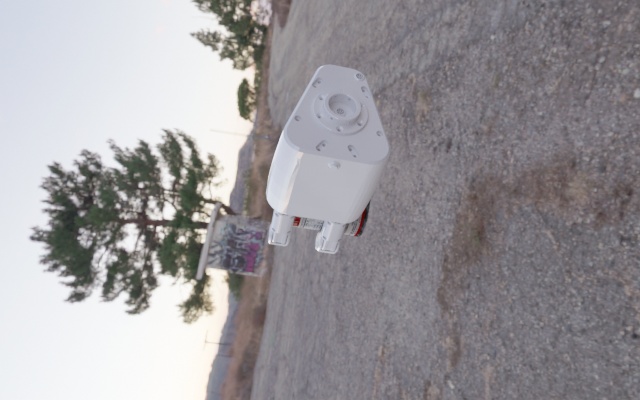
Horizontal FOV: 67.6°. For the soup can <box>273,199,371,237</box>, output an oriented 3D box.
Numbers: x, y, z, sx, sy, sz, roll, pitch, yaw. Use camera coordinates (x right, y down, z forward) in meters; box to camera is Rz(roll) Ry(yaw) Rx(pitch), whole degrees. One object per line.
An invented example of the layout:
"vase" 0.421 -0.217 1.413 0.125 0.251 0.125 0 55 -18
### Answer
"soup can" 0.000 0.002 0.552 0.102 0.068 0.068 9 -1 -8
